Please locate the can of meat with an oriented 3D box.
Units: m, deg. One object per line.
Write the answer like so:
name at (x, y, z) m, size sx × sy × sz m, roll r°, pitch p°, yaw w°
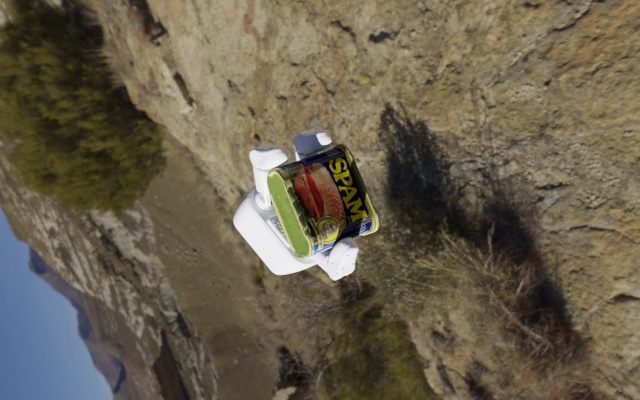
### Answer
can of meat at (0.000, 0.002, 0.502) m, size 0.084 × 0.102 × 0.057 m, roll -21°, pitch -3°, yaw -26°
